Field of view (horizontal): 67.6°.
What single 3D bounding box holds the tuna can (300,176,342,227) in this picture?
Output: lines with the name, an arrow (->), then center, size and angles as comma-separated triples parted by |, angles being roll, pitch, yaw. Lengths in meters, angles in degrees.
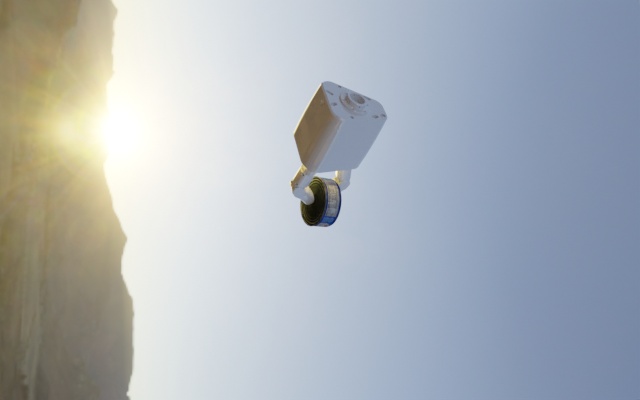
tuna can -> 0.001, 0.003, 0.816 | 0.034, 0.086, 0.086 | 6, -3, -31
